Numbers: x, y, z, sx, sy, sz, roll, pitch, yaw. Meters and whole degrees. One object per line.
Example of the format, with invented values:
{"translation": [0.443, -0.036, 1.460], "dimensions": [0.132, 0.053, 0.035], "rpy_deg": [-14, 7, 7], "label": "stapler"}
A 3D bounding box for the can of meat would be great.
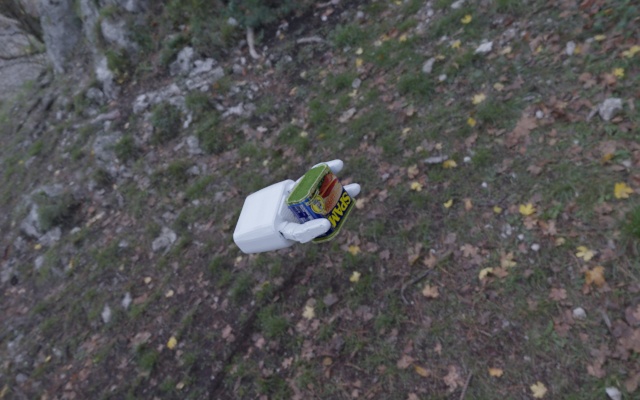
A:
{"translation": [0.000, 0.002, 0.765], "dimensions": [0.057, 0.084, 0.102], "rpy_deg": [-15, 31, 42], "label": "can of meat"}
